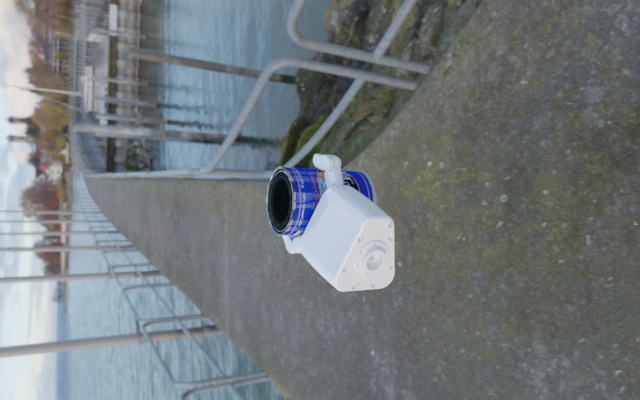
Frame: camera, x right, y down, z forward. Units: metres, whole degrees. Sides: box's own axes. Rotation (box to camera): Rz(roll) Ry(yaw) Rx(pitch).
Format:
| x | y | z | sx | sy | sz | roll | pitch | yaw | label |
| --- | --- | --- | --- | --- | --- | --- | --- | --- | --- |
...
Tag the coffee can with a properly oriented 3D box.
| x | y | z | sx | sy | sz | roll | pitch | yaw | label |
| --- | --- | --- | --- | --- | --- | --- | --- | --- | --- |
| 0.000 | 0.002 | 0.732 | 0.140 | 0.103 | 0.103 | 1 | -1 | -28 | coffee can |
